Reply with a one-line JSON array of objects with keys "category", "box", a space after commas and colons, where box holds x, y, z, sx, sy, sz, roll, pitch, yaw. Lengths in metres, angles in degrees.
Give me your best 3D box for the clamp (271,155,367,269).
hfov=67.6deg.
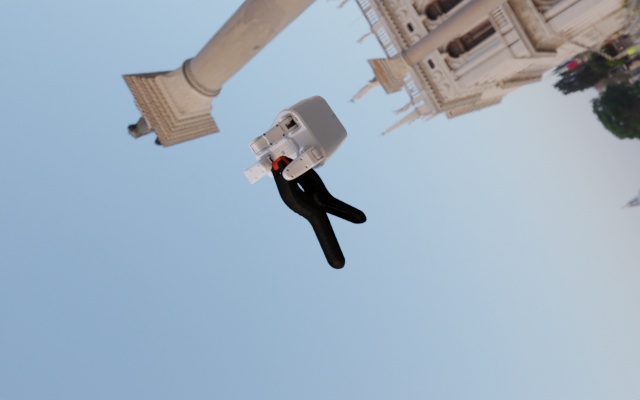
[{"category": "clamp", "box": [0.000, 0.002, 0.678, 0.039, 0.171, 0.120, -31, 8, 32]}]
